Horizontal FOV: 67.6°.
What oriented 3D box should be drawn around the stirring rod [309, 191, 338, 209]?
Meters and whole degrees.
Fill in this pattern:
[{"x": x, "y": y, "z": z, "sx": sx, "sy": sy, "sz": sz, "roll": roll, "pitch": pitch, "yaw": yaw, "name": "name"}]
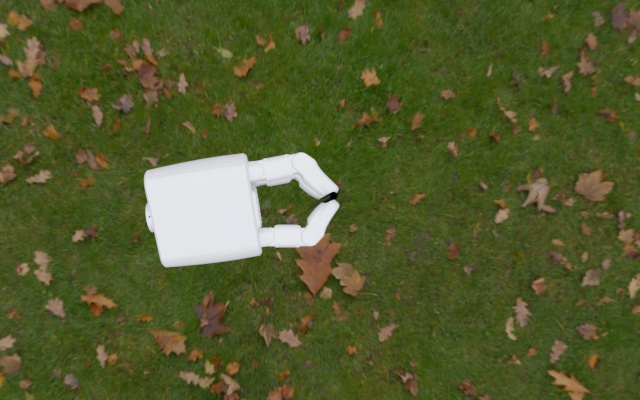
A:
[{"x": 0.000, "y": 0.002, "z": 0.581, "sx": 0.011, "sy": 0.011, "sz": 0.239, "roll": 0, "pitch": -3, "yaw": -6, "name": "stirring rod"}]
